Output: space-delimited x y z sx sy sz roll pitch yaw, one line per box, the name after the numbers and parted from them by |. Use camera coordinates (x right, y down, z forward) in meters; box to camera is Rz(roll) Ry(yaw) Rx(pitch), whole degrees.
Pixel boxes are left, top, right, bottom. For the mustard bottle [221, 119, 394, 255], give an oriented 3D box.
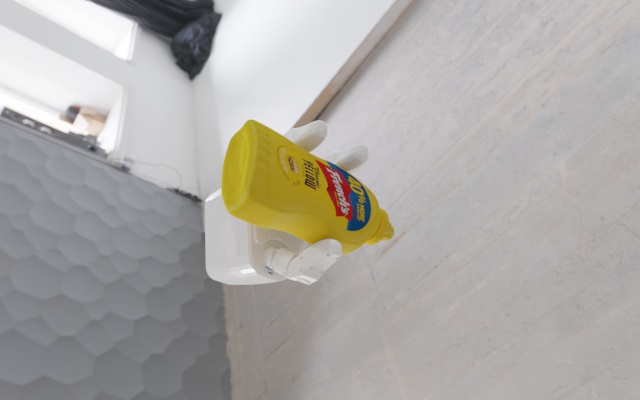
0.000 0.001 0.461 0.192 0.096 0.058 26 -50 -33 | mustard bottle
